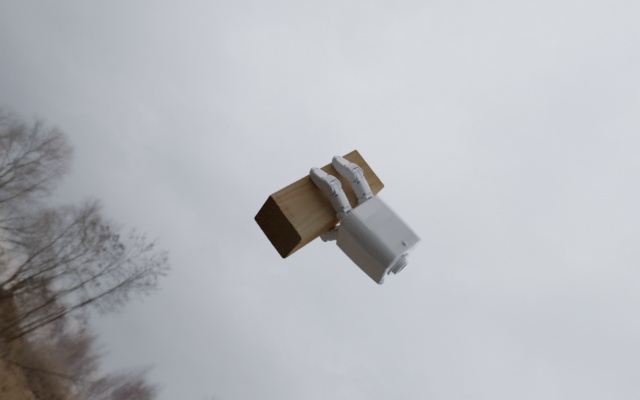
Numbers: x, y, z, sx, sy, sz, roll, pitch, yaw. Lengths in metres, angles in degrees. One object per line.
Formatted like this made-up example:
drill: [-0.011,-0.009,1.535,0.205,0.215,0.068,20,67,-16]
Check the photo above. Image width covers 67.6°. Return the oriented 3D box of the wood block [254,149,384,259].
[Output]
wood block: [0.000,0.003,0.830,0.206,0.090,0.091,-30,-12,-36]
